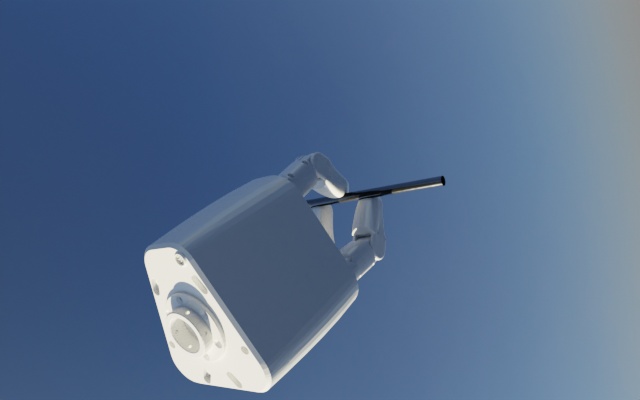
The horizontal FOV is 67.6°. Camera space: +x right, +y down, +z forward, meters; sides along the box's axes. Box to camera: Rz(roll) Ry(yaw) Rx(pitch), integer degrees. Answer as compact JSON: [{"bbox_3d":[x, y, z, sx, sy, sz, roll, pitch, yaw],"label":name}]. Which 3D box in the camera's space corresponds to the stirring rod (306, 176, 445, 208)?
[{"bbox_3d":[0.000,0.001,0.438,0.239,0.011,0.011,-10,-6,38],"label":"stirring rod"}]
